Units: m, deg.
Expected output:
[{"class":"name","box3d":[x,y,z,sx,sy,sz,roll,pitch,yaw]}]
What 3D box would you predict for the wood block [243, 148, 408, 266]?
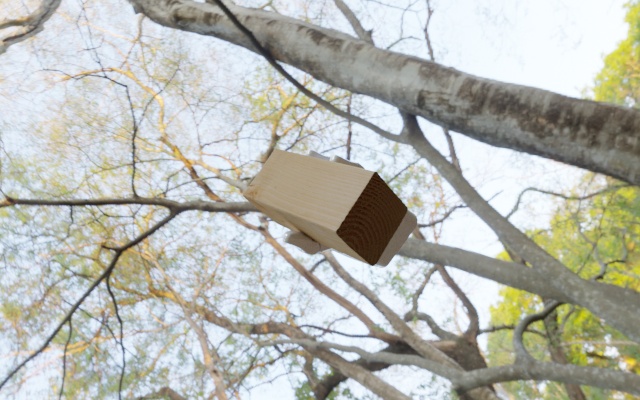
[{"class":"wood block","box3d":[0.000,0.003,0.648,0.206,0.091,0.090,18,-19,48]}]
